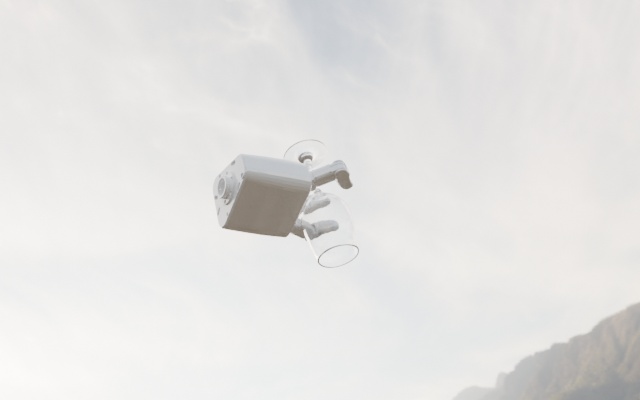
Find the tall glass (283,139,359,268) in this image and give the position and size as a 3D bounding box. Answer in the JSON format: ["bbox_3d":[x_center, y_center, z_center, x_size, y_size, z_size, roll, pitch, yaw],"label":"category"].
[{"bbox_3d":[0.000,0.002,0.737,0.079,0.201,0.079,-13,-35,-9],"label":"tall glass"}]
